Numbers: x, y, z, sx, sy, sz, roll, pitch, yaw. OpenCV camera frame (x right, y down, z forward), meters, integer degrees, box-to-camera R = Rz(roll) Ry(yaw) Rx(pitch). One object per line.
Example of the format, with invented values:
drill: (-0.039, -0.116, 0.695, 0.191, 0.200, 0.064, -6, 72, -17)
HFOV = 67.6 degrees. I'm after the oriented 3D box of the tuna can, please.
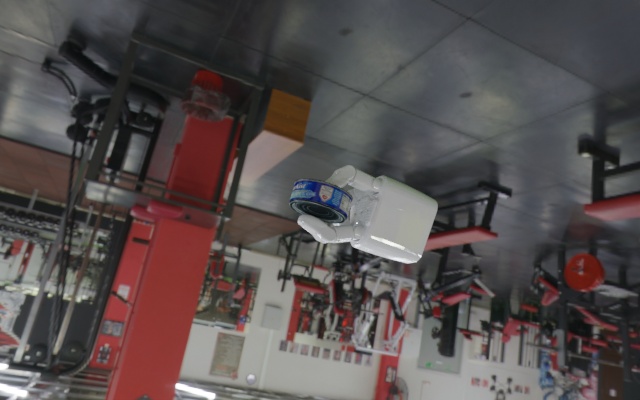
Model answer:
tuna can: (0.000, 0.003, 0.670, 0.086, 0.033, 0.086, 15, -17, 5)
